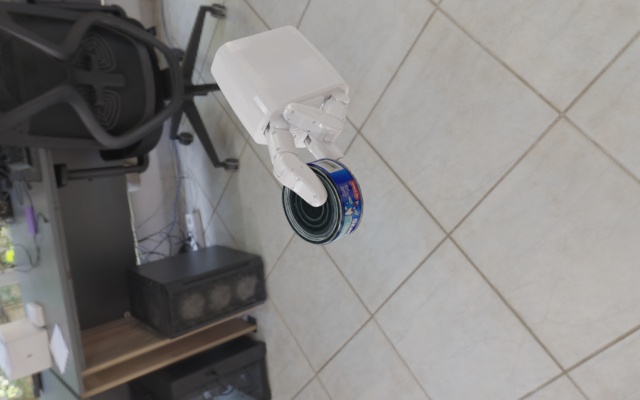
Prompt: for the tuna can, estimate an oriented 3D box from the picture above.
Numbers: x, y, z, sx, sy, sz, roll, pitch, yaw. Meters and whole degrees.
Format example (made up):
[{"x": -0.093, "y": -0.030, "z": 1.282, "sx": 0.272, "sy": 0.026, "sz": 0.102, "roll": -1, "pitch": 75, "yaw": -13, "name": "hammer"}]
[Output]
[{"x": 0.000, "y": 0.002, "z": 0.487, "sx": 0.086, "sy": 0.086, "sz": 0.033, "roll": 0, "pitch": 13, "yaw": 43, "name": "tuna can"}]
